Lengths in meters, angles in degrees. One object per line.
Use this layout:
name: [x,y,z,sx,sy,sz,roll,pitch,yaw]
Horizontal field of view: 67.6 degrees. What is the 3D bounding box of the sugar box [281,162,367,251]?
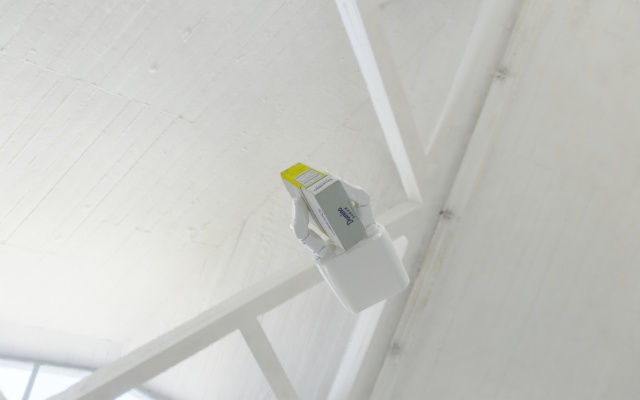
sugar box: [0.001,0.002,0.694,0.048,0.093,0.176,-34,22,-12]
